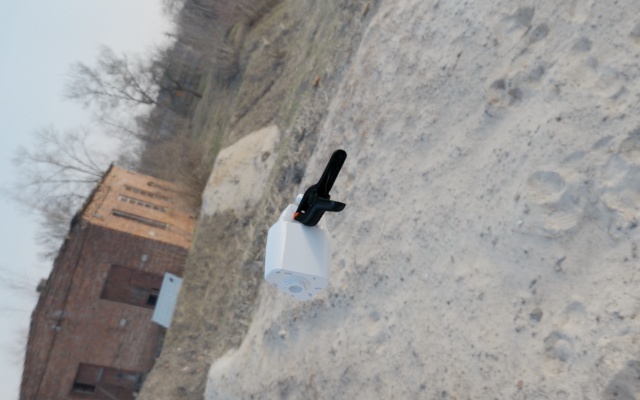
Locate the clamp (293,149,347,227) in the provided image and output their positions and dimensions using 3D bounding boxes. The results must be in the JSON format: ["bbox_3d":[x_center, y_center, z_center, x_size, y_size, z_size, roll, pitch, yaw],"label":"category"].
[{"bbox_3d":[0.000,0.003,0.838,0.039,0.120,0.171,21,-45,-16],"label":"clamp"}]
